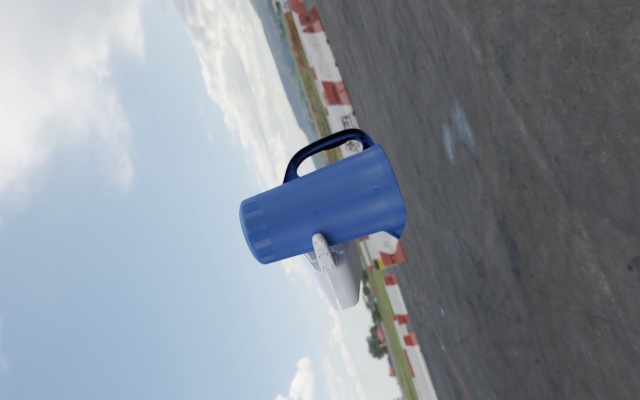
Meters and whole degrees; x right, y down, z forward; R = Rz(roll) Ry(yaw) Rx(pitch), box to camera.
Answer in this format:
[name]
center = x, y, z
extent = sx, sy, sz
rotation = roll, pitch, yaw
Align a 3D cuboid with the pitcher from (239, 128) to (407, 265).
[pitcher]
center = 0.000, 0.003, 0.743
extent = 0.243, 0.145, 0.149
rotation = -19, 39, 2
